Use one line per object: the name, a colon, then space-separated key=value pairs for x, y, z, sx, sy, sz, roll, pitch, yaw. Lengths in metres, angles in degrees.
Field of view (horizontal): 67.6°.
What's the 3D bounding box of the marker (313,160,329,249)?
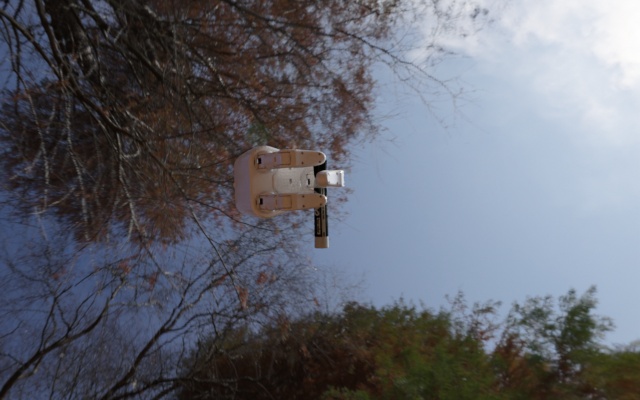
marker: x=0.000 y=0.002 z=0.627 sx=0.020 sy=0.121 sz=0.020 roll=-1 pitch=1 yaw=0
